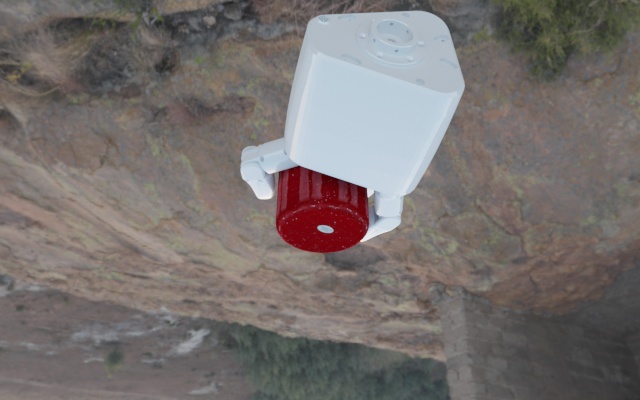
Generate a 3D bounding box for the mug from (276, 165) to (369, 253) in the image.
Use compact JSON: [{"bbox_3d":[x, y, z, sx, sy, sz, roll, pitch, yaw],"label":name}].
[{"bbox_3d":[0.000,0.002,0.445,0.093,0.081,0.117,5,-36,-7],"label":"mug"}]
